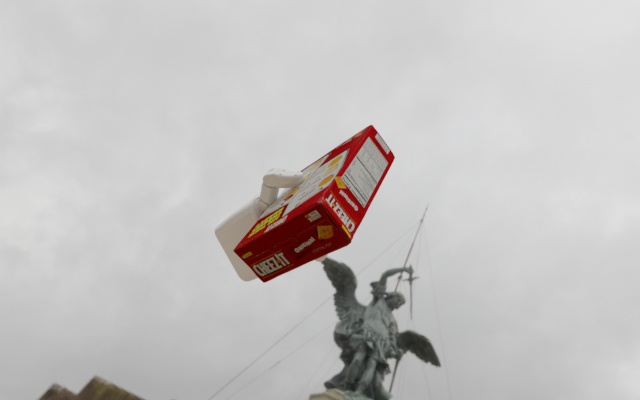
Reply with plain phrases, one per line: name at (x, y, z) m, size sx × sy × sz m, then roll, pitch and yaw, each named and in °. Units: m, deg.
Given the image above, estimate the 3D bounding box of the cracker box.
cracker box at (0.000, 0.002, 0.659) m, size 0.164 × 0.072 × 0.213 m, roll -30°, pitch 16°, yaw 37°
